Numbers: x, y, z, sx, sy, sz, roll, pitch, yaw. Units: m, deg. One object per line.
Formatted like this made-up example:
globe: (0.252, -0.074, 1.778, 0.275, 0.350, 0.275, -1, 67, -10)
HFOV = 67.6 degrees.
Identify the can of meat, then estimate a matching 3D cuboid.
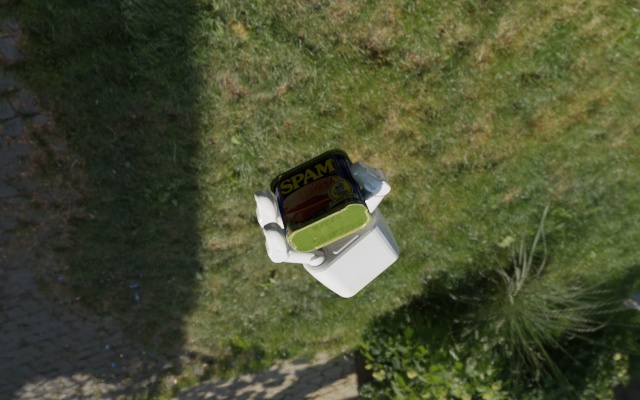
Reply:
can of meat: (0.000, 0.002, 0.552, 0.102, 0.084, 0.057, -25, -38, 9)
